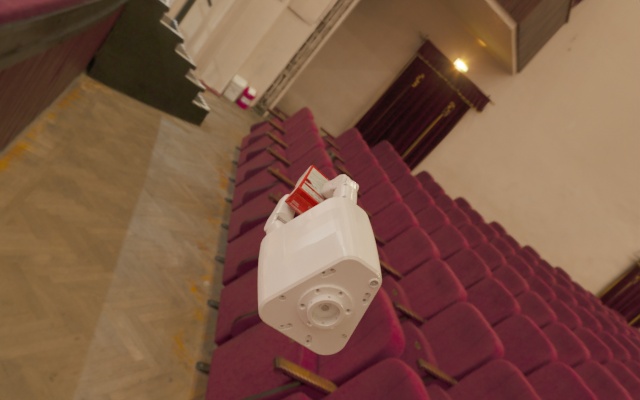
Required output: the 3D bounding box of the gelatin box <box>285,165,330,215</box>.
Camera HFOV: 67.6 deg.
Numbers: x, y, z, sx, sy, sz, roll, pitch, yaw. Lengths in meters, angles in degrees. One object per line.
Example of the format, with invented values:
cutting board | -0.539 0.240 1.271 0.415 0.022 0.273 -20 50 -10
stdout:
gelatin box | 0.000 0.001 0.590 0.073 0.030 0.089 42 23 -7
